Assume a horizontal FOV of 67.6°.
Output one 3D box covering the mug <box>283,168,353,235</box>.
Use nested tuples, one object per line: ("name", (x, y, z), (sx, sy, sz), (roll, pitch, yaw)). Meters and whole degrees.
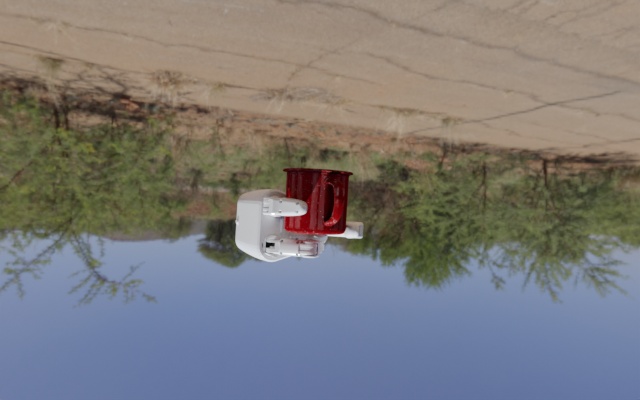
("mug", (0.001, 0.002, 0.616), (0.093, 0.081, 0.117), (3, 0, -27))
